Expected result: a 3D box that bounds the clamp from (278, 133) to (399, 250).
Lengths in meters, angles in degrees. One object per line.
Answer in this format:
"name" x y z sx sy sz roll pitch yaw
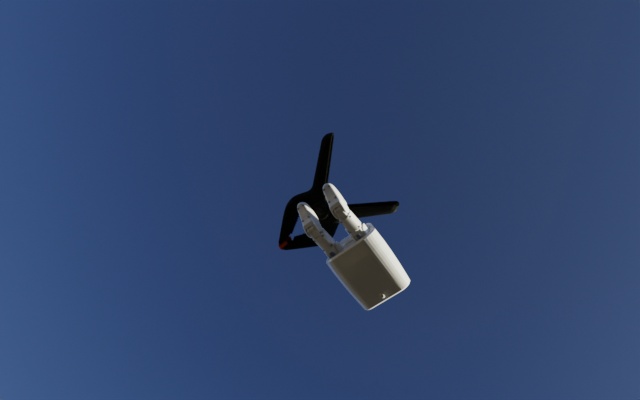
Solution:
"clamp" 0.000 0.003 0.791 0.210 0.164 0.036 -36 3 19
